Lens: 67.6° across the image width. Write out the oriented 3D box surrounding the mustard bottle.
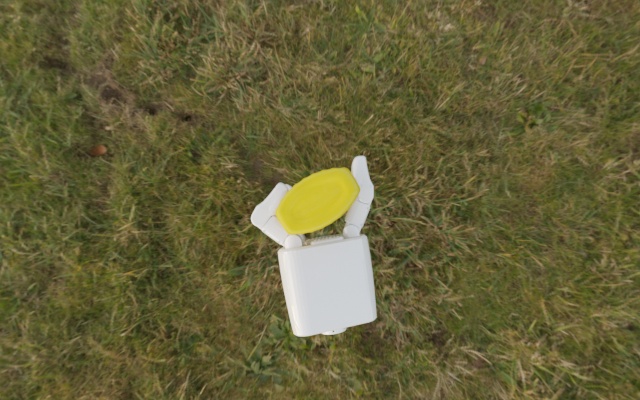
[{"bbox_3d":[0.000,0.002,0.609,0.096,0.058,0.191,-34,-2,1],"label":"mustard bottle"}]
